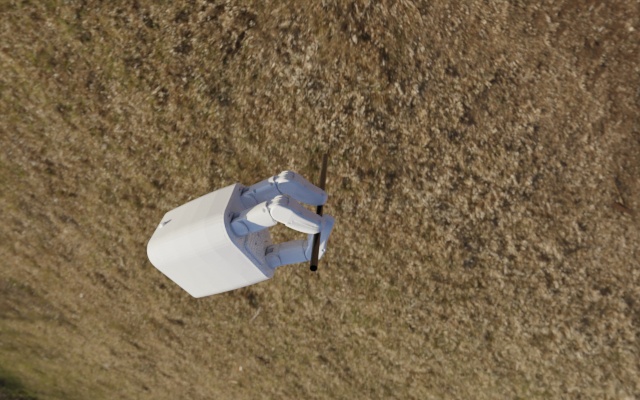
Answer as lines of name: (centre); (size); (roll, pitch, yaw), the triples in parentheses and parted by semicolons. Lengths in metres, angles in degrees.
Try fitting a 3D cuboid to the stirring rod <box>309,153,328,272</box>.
stirring rod: (0.000, 0.002, 0.563); (0.011, 0.011, 0.239); (0, 32, 4)
